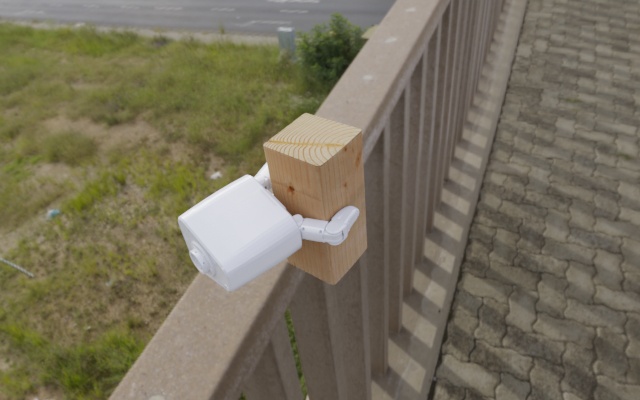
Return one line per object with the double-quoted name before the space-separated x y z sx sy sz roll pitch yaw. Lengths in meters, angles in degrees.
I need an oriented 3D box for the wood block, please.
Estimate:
"wood block" 0.000 0.002 0.643 0.091 0.206 0.090 23 48 30
